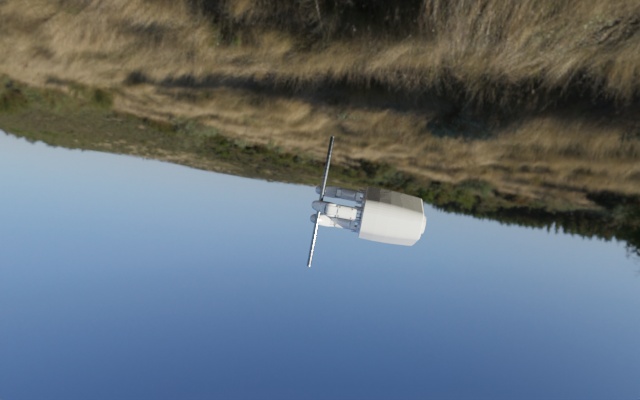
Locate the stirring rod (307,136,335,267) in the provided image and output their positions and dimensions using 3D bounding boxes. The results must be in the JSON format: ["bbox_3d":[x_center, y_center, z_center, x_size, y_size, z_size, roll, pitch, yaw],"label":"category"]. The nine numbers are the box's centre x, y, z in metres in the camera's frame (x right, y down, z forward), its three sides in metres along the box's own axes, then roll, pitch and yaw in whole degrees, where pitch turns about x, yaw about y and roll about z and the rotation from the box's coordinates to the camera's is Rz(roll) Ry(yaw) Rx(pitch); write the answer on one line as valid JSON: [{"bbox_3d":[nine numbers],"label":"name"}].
[{"bbox_3d":[0.000,0.003,0.870,0.011,0.239,0.011,10,5,-1],"label":"stirring rod"}]
